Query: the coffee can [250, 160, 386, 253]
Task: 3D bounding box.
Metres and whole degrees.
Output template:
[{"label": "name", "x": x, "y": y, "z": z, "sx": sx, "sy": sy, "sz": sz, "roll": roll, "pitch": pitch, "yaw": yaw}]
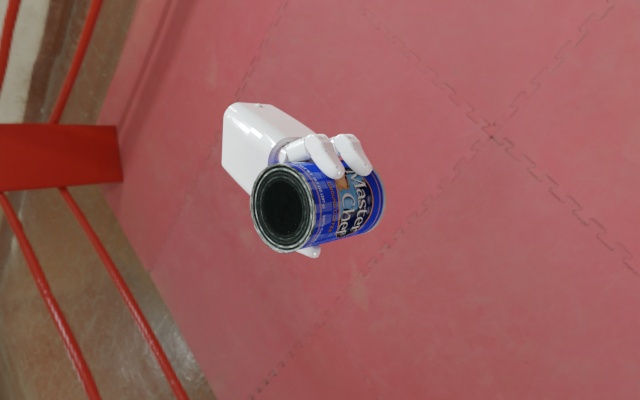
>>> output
[{"label": "coffee can", "x": 0.000, "y": 0.002, "z": 0.587, "sx": 0.103, "sy": 0.103, "sz": 0.140, "roll": 0, "pitch": 6, "yaw": 41}]
